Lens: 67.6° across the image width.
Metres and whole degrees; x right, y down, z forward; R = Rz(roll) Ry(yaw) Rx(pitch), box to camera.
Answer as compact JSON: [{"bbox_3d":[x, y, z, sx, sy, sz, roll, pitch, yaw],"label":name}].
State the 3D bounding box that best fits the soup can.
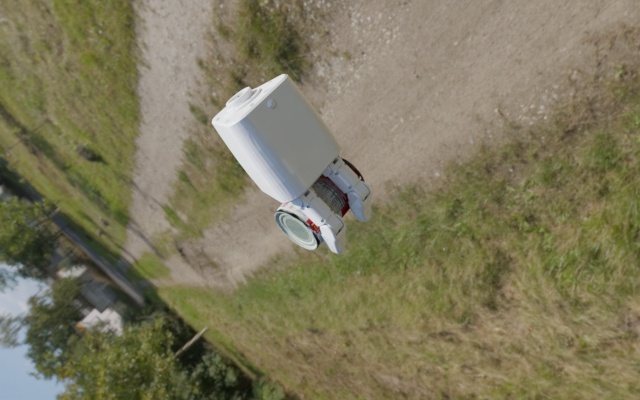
[{"bbox_3d":[0.000,0.002,0.588,0.068,0.068,0.102,0,43,53],"label":"soup can"}]
